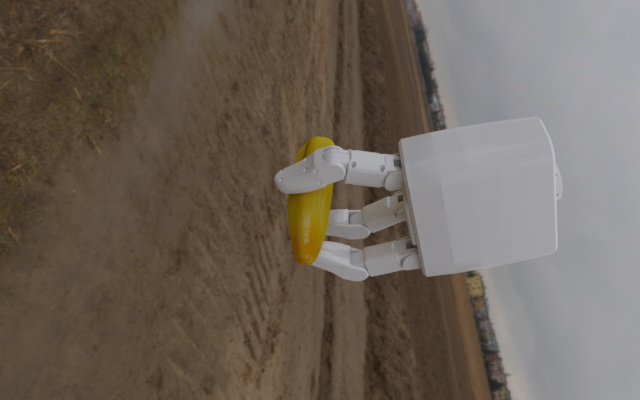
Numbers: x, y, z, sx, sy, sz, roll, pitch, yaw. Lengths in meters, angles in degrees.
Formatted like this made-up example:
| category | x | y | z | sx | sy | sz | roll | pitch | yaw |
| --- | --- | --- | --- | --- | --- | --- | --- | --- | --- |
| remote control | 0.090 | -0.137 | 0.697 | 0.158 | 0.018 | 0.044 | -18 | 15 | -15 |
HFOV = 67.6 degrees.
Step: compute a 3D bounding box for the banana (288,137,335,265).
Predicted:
| category | x | y | z | sx | sy | sz | roll | pitch | yaw |
| --- | --- | --- | --- | --- | --- | --- | --- | --- | --- |
| banana | -0.003 | -0.017 | 0.441 | 0.037 | 0.070 | 0.197 | -8 | 21 | 9 |
